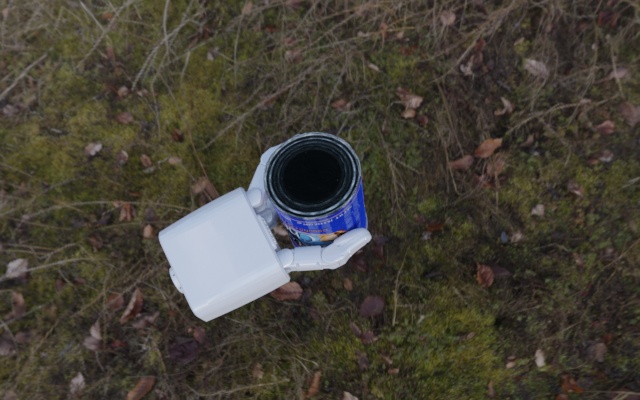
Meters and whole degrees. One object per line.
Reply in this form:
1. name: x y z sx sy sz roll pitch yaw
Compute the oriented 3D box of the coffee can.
1. coffee can: 0.000 0.002 0.554 0.103 0.102 0.140 0 -25 8
